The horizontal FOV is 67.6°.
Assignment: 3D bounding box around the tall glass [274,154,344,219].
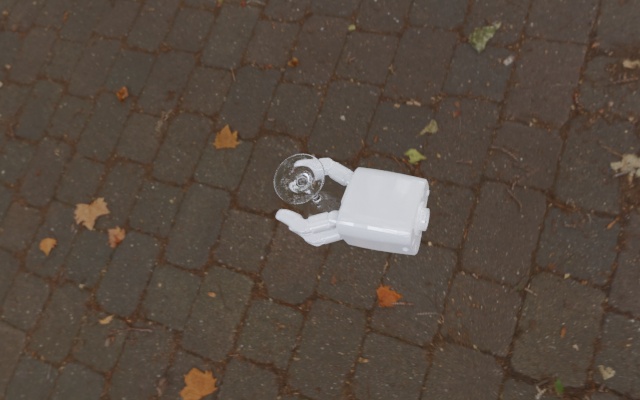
[{"bbox_3d":[0.000,0.002,0.743,0.079,0.079,0.201,0,-19,18],"label":"tall glass"}]
